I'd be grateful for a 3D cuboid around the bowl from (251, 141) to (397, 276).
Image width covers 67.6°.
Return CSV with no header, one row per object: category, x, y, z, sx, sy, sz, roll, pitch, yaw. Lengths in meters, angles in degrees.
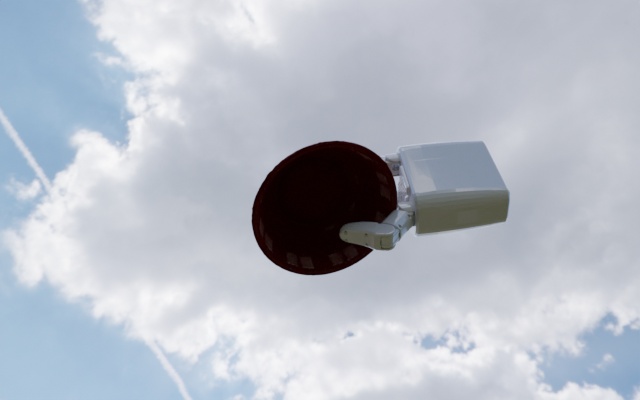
bowl,-0.001,0.002,0.526,0.162,0.162,0.055,0,27,-19
